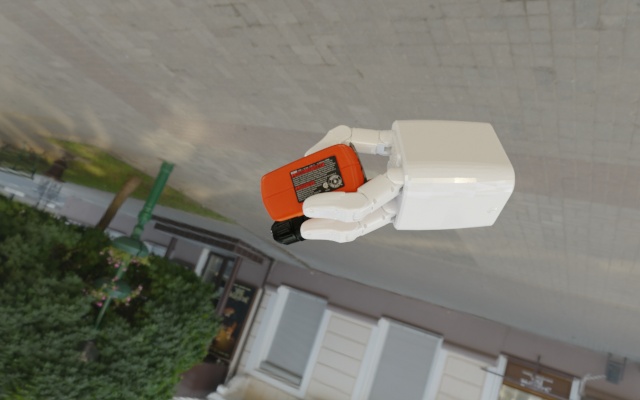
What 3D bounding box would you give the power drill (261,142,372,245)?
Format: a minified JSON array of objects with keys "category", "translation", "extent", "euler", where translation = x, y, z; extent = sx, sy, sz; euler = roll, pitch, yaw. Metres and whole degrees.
[{"category":"power drill","translation":[0.000,0.002,0.561],"extent":[0.184,0.057,0.188],"euler":[-23,-14,11]}]
